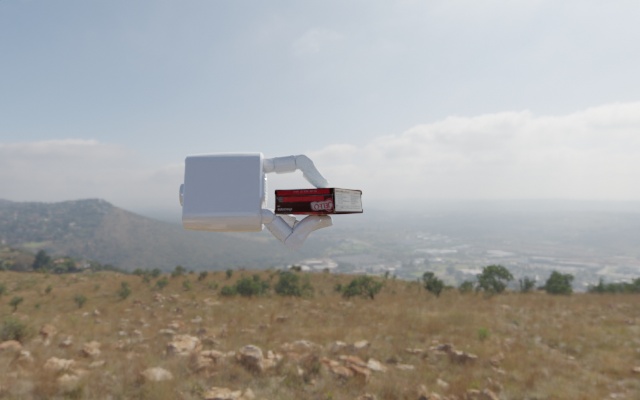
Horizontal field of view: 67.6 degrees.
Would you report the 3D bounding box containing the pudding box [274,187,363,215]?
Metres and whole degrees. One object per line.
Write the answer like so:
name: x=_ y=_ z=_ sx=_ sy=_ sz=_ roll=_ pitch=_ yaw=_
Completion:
pudding box: x=0.000 y=0.002 z=0.672 sx=0.090 sy=0.039 sz=0.113 roll=-1 pitch=0 yaw=25
